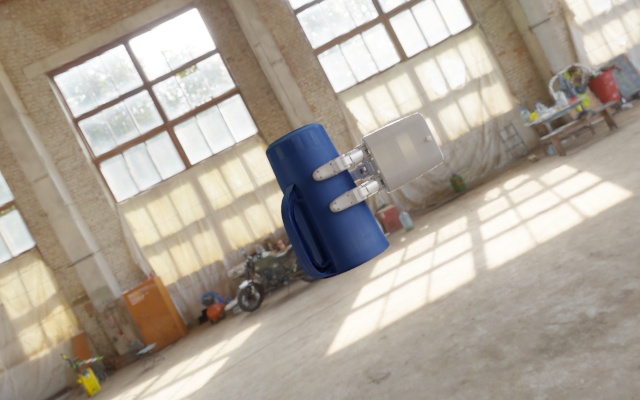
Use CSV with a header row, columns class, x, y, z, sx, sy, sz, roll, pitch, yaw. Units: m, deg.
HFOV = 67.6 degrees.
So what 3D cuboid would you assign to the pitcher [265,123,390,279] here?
class,x,y,z,sx,sy,sz,roll,pitch,yaw
pitcher,0.000,0.003,0.792,0.145,0.243,0.149,-27,2,-2
